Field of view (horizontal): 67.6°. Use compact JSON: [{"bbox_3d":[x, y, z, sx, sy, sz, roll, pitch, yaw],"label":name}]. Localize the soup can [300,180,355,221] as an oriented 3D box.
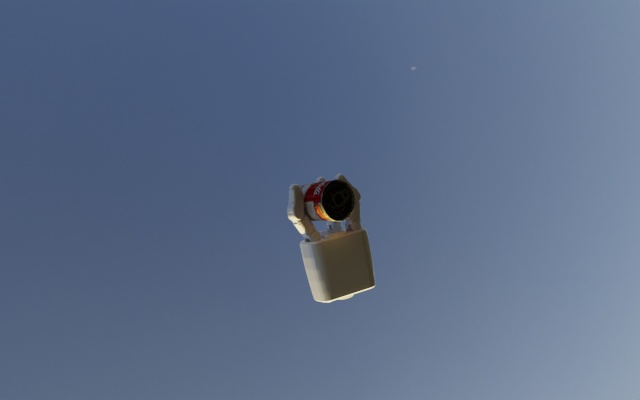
[{"bbox_3d":[0.000,0.002,0.810,0.068,0.068,0.102,0,-3,-36],"label":"soup can"}]
